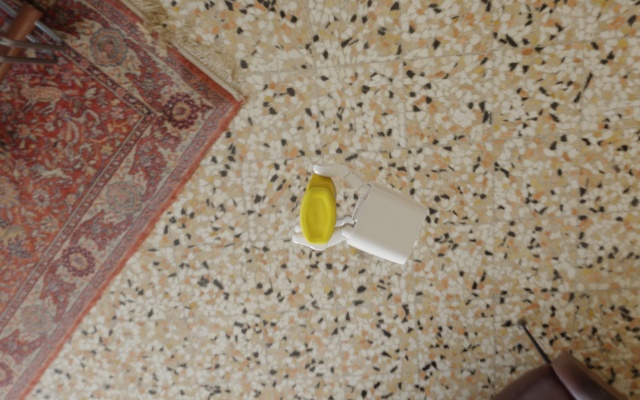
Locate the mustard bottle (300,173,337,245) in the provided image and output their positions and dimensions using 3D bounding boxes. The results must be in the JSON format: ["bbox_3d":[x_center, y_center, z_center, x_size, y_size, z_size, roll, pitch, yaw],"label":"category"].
[{"bbox_3d":[0.000,0.003,0.827,0.058,0.096,0.191,0,14,2],"label":"mustard bottle"}]
